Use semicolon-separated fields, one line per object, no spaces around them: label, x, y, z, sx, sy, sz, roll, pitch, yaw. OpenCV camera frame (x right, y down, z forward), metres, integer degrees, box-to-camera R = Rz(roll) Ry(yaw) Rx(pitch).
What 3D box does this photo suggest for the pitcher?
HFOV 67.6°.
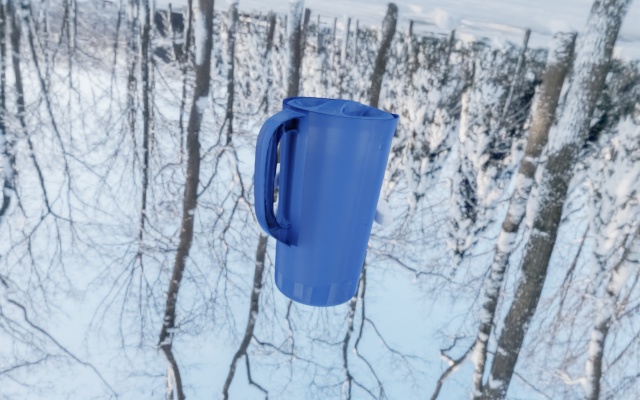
pitcher;0.000;0.002;0.572;0.149;0.243;0.145;8;19;0
